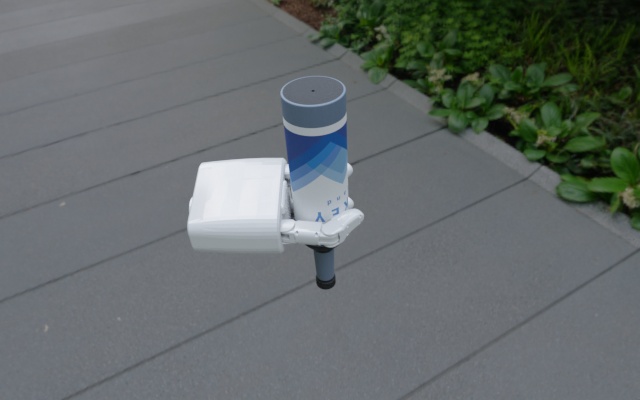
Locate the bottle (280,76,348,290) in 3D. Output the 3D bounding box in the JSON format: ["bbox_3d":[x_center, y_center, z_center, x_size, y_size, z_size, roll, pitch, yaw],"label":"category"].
[{"bbox_3d":[0.000,0.002,0.574,0.069,0.296,0.069,-2,40,2],"label":"bottle"}]
